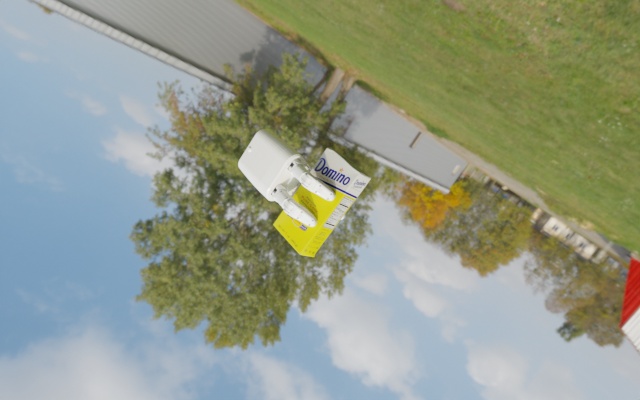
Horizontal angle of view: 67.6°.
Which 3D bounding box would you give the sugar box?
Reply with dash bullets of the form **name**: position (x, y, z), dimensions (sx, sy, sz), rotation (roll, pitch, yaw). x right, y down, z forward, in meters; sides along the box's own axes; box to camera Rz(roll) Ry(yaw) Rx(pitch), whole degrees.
- **sugar box**: position (0.000, 0.003, 0.839), dimensions (0.093, 0.176, 0.048), rotation (43, 15, 36)
